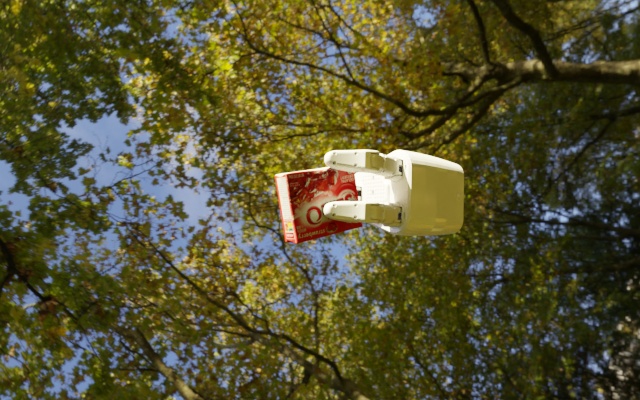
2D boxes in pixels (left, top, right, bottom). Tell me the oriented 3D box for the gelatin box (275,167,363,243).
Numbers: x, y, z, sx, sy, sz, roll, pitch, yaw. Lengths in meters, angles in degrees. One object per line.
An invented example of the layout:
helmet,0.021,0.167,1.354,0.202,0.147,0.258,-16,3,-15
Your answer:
gelatin box,0.000,0.002,0.517,0.089,0.073,0.030,-11,5,-32
